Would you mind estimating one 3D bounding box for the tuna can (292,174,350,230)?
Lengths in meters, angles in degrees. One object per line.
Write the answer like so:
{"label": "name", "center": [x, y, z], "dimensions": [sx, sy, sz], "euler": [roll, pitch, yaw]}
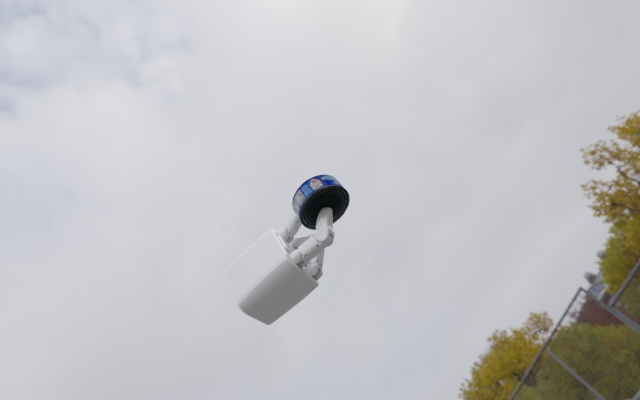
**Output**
{"label": "tuna can", "center": [0.000, 0.002, 0.738], "dimensions": [0.086, 0.086, 0.033], "euler": [0, 37, -35]}
